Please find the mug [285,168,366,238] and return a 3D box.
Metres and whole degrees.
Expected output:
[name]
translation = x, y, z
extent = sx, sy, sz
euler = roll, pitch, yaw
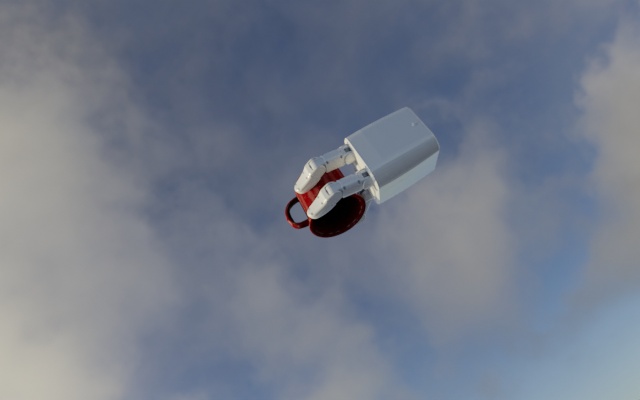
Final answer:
[mug]
translation = -0.001, 0.003, 0.737
extent = 0.117, 0.081, 0.093
euler = -28, -38, -3
